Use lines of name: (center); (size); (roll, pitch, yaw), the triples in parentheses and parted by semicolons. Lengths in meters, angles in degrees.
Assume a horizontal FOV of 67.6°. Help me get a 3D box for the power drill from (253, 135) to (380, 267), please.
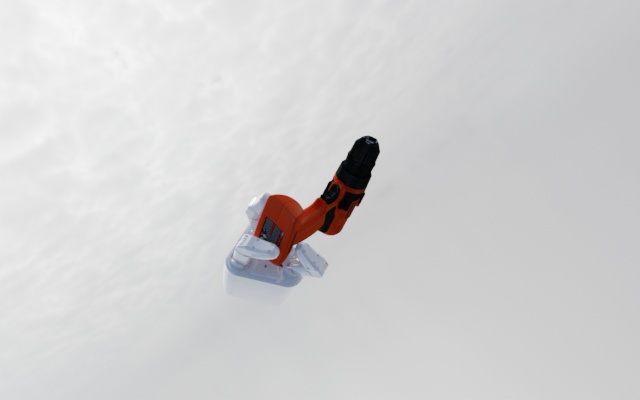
power drill: (0.000, 0.003, 0.672); (0.057, 0.184, 0.187); (40, 40, 22)
